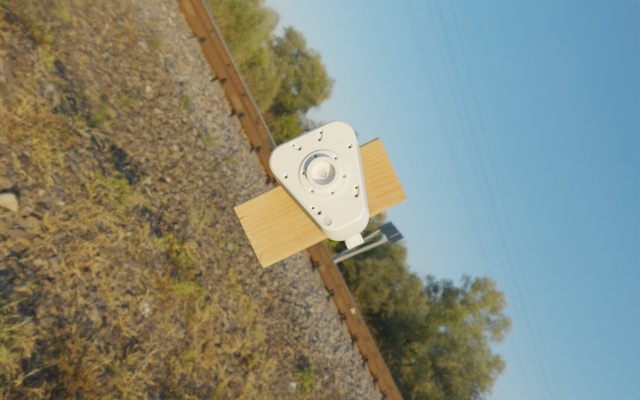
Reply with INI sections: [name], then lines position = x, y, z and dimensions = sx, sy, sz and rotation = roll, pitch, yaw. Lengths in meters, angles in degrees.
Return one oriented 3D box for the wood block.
[wood block]
position = 0.000, 0.002, 0.650
dimensions = 0.206, 0.091, 0.090
rotation = -25, 2, 1
